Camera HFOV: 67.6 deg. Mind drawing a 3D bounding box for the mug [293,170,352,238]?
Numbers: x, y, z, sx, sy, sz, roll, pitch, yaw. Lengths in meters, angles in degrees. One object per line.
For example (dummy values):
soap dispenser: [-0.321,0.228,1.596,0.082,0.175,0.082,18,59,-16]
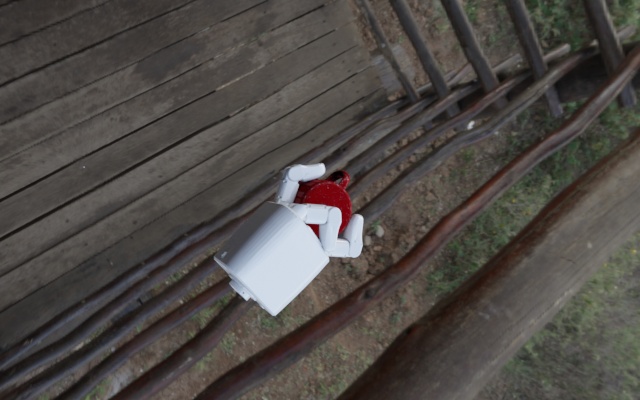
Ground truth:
mug: [0.001,0.001,0.691,0.093,0.117,0.081,49,-16,-21]
